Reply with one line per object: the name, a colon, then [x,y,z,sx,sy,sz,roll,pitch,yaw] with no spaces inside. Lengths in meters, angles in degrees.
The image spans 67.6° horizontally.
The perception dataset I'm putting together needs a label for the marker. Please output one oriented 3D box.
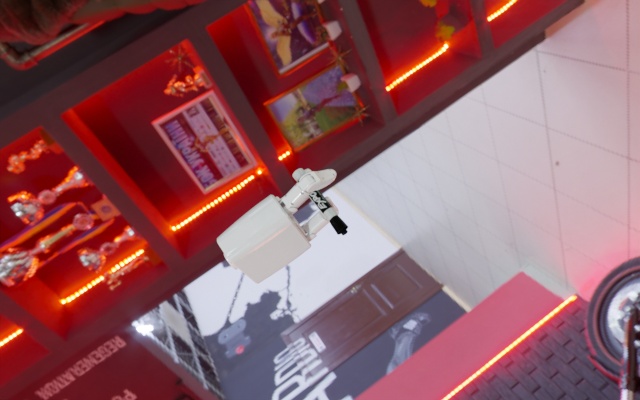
marker: [0.000,0.002,0.687,0.020,0.121,0.020,-32,-23,-15]
